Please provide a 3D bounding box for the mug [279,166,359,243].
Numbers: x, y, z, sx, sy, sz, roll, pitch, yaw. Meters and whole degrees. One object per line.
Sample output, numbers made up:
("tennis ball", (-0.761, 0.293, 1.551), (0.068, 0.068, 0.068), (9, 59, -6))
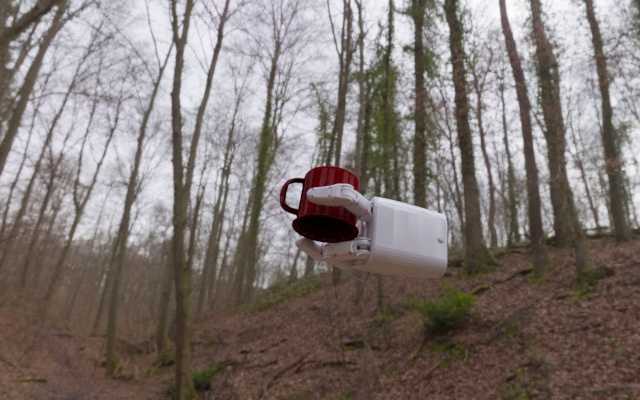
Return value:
("mug", (-0.001, 0.002, 0.669), (0.117, 0.081, 0.093), (14, -28, -11))
